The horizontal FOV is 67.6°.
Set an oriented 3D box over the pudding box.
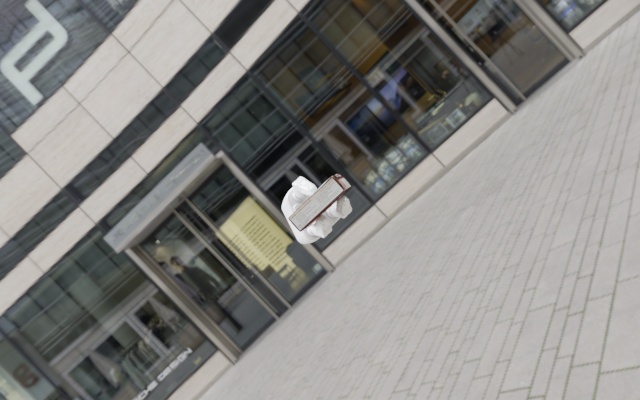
[{"bbox_3d":[0.000,0.003,0.863,0.113,0.039,0.090,-45,-2,11],"label":"pudding box"}]
